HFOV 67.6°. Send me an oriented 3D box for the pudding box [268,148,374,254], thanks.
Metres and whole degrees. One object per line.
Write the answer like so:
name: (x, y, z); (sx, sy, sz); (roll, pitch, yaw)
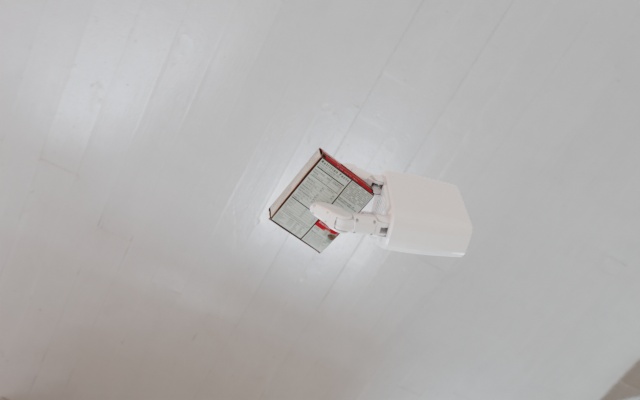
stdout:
pudding box: (0.000, 0.002, 0.622); (0.090, 0.113, 0.039); (36, 15, -17)
